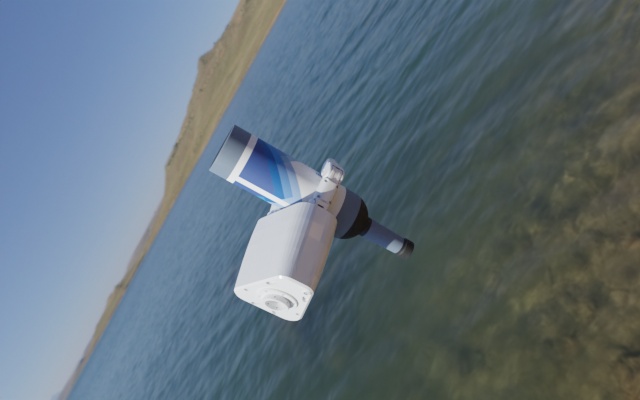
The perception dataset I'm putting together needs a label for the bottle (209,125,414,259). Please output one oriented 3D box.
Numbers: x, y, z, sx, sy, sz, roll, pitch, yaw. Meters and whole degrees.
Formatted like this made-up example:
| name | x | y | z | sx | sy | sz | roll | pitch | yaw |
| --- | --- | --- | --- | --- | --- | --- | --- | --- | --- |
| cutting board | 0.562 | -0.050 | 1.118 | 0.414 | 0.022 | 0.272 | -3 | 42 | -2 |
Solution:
| name | x | y | z | sx | sy | sz | roll | pitch | yaw |
| --- | --- | --- | --- | --- | --- | --- | --- | --- | --- |
| bottle | 0.000 | 0.002 | 0.638 | 0.296 | 0.069 | 0.069 | 29 | -8 | -15 |
